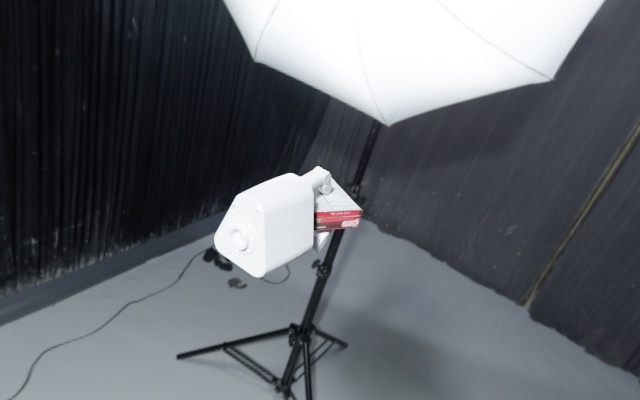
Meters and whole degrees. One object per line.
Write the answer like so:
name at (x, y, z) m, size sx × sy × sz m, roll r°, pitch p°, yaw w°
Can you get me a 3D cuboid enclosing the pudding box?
pudding box at (0.000, 0.002, 0.760) m, size 0.090 × 0.039 × 0.113 m, roll -1°, pitch 33°, yaw -31°
